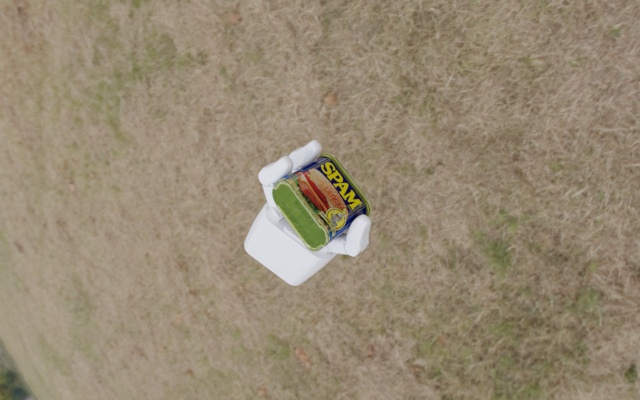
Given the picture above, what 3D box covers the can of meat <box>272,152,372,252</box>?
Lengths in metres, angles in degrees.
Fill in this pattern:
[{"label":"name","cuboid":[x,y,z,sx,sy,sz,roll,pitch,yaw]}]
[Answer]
[{"label":"can of meat","cuboid":[0.000,0.002,0.597,0.084,0.102,0.057,-32,-8,-38]}]
